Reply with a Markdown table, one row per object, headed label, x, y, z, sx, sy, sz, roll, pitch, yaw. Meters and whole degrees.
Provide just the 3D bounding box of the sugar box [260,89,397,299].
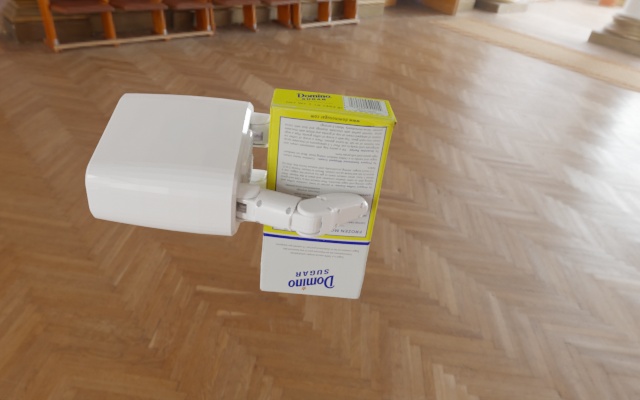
| label | x | y | z | sx | sy | sz | roll | pitch | yaw |
| --- | --- | --- | --- | --- | --- | --- | --- | --- | --- |
| sugar box | 0.000 | 0.001 | 0.402 | 0.093 | 0.176 | 0.048 | 6 | 34 | -4 |
